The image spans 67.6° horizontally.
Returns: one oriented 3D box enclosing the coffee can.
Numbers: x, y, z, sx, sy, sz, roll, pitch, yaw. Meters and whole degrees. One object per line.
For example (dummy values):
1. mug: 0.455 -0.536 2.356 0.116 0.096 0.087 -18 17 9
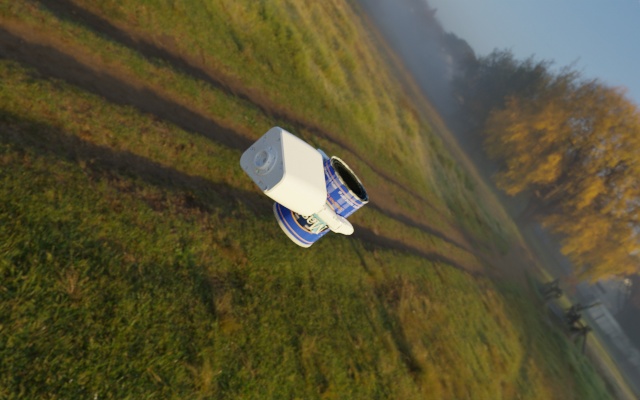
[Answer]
1. coffee can: 0.000 0.003 0.857 0.140 0.102 0.103 -38 -14 18
